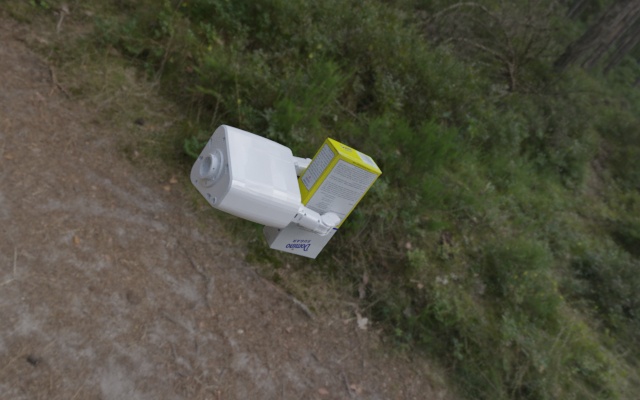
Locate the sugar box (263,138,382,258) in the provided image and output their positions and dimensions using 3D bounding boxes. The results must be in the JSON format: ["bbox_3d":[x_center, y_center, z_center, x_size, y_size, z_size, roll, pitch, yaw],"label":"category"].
[{"bbox_3d":[0.000,0.002,0.695,0.093,0.176,0.048,20,29,-40],"label":"sugar box"}]
